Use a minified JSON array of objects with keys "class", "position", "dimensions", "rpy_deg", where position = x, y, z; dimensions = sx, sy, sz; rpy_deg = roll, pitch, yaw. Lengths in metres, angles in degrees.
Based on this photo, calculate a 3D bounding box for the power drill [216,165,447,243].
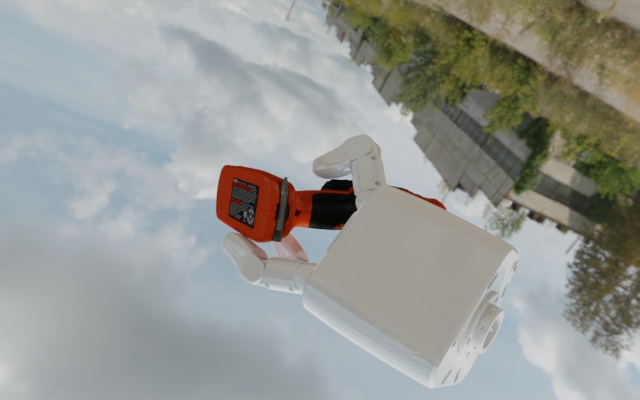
[{"class":"power drill","position":[0.000,0.002,0.463],"dimensions":[0.187,0.057,0.184],"rpy_deg":[2,7,-33]}]
